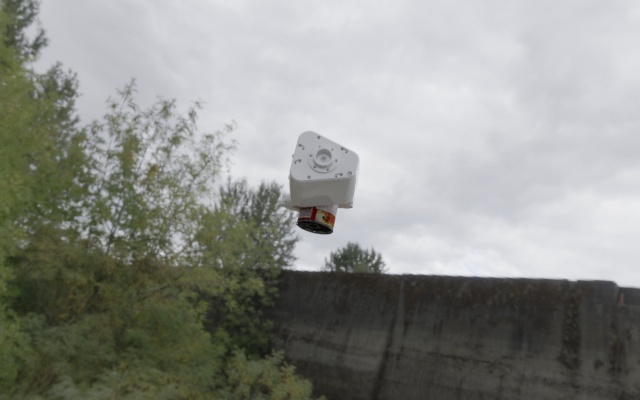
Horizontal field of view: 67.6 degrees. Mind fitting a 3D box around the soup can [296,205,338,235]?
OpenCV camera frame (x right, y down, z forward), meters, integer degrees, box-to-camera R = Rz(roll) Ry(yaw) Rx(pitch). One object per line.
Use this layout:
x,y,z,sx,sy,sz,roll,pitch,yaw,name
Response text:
0.000,0.003,0.866,0.068,0.102,0.068,12,-20,4,soup can
